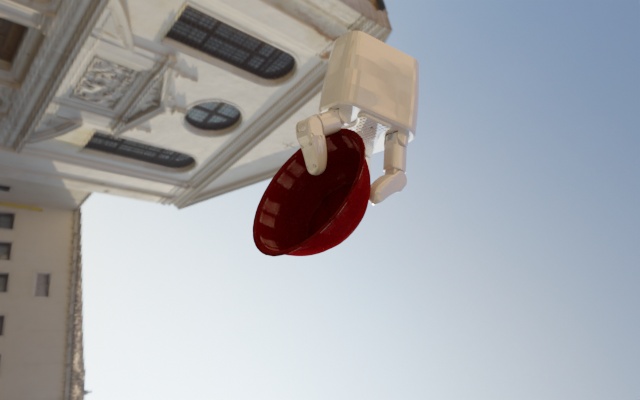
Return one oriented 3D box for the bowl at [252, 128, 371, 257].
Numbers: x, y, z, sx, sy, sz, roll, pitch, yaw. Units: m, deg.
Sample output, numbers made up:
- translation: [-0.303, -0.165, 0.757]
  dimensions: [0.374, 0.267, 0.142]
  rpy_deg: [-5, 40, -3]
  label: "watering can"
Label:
- translation: [0.000, 0.003, 0.518]
  dimensions: [0.055, 0.162, 0.162]
  rpy_deg: [40, -23, -31]
  label: "bowl"
